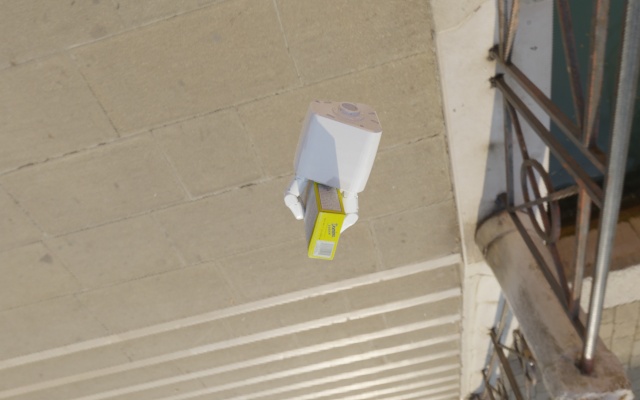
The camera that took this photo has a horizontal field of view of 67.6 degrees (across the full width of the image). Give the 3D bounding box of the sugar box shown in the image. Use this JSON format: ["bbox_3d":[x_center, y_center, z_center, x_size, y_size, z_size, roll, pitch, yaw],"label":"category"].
[{"bbox_3d":[0.001,0.003,0.777,0.048,0.093,0.176,8,36,-10],"label":"sugar box"}]
